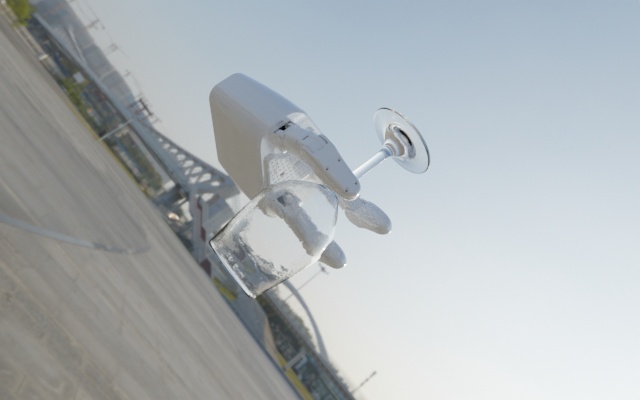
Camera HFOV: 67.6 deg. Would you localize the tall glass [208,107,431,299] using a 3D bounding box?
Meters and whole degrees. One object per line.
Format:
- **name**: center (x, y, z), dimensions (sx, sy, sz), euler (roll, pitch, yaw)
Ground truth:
- **tall glass**: center (0.001, 0.001, 0.427), dimensions (0.201, 0.079, 0.079), euler (-37, 11, -15)
